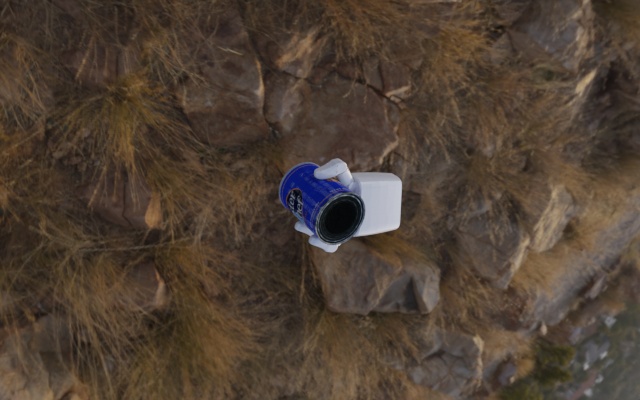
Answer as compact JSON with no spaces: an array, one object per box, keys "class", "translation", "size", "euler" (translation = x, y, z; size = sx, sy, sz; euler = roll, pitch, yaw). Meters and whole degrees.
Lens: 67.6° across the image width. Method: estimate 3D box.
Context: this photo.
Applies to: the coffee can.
[{"class":"coffee can","translation":[0.000,0.003,0.868],"size":[0.103,0.103,0.140],"euler":[0,25,-34]}]
